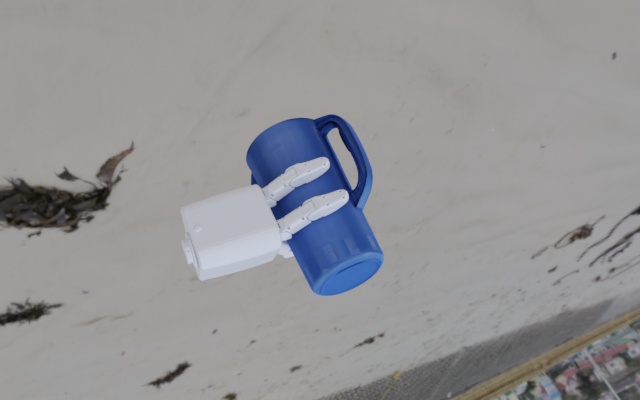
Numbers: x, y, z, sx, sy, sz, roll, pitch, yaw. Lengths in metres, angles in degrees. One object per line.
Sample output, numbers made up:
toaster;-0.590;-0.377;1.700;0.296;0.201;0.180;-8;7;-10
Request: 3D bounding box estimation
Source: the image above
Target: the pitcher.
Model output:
pitcher;0.000;0.002;0.686;0.145;0.242;0.149;-16;-29;-20
